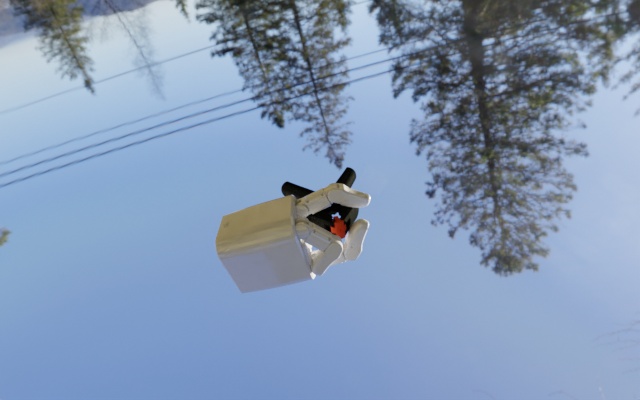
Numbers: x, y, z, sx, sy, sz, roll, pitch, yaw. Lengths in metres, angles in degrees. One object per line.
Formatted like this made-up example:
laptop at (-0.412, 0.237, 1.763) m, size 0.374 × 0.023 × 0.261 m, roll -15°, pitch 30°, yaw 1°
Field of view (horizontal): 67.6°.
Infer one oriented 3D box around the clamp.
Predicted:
clamp at (0.000, 0.003, 0.700) m, size 0.120 × 0.039 × 0.171 m, roll -15°, pitch 26°, yaw 5°
